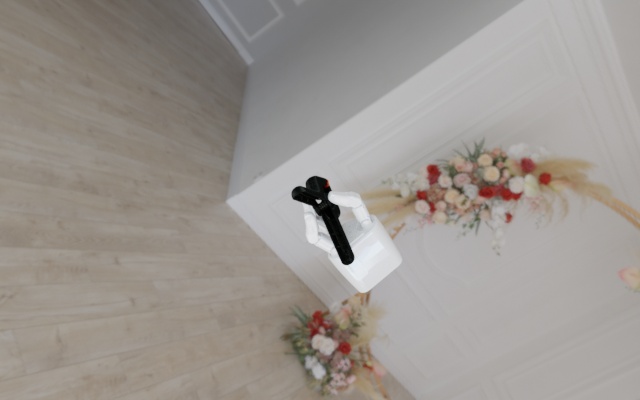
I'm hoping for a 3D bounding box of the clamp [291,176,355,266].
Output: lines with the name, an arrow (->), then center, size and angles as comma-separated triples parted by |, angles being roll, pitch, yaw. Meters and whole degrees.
clamp -> 0.001, 0.002, 0.858 | 0.036, 0.165, 0.209 | -31, 27, 12
